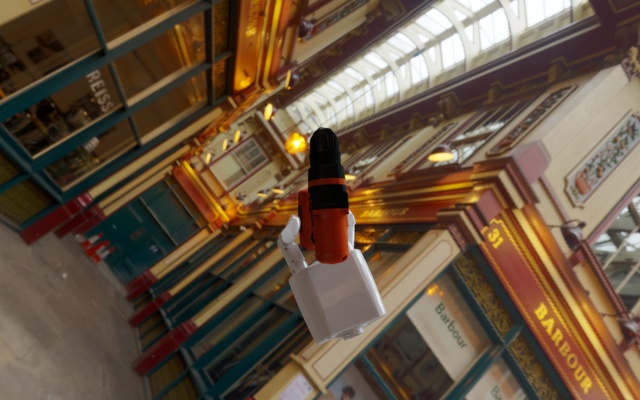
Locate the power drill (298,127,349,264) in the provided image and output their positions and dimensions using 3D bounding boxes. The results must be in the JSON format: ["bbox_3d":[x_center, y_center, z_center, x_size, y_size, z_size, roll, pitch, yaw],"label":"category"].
[{"bbox_3d":[0.000,0.003,0.704,0.057,0.184,0.188,-1,-8,-6],"label":"power drill"}]
